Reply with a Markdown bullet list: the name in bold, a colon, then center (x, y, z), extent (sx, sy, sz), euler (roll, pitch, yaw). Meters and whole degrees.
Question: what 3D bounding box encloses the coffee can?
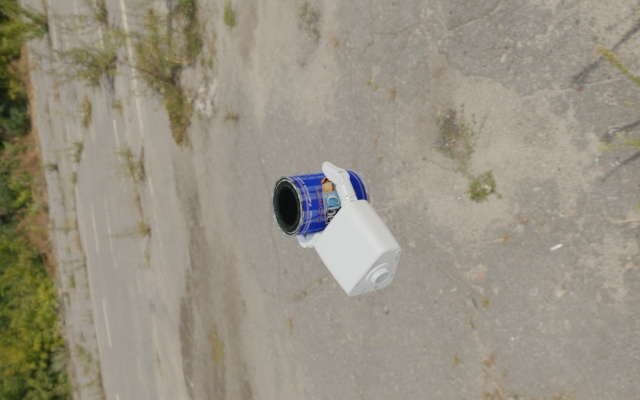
- **coffee can**: center (0.000, 0.003, 0.831), extent (0.140, 0.103, 0.103), euler (-8, 4, -33)
